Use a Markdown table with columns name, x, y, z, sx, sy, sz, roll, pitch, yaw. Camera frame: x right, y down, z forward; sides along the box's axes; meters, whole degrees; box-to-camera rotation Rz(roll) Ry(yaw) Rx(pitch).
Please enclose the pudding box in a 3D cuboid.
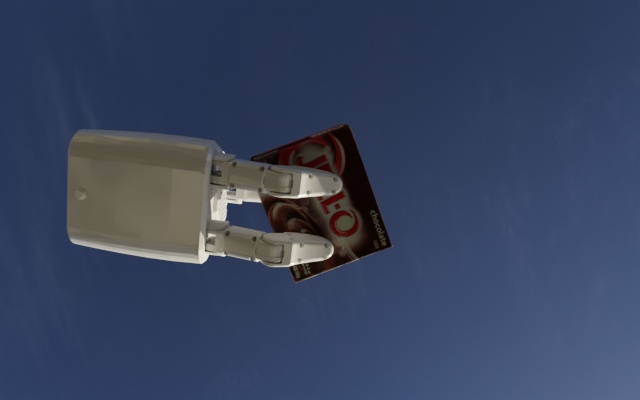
| name | x | y | z | sx | sy | sz | roll | pitch | yaw |
| --- | --- | --- | --- | --- | --- | --- | --- | --- | --- |
| pudding box | 0.000 | 0.001 | 0.410 | 0.090 | 0.113 | 0.039 | -21 | 13 | 2 |
